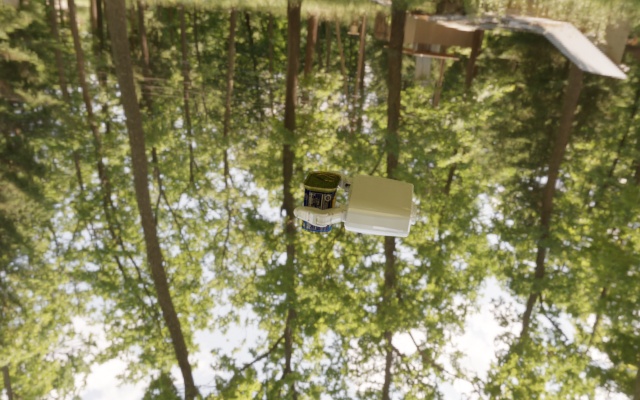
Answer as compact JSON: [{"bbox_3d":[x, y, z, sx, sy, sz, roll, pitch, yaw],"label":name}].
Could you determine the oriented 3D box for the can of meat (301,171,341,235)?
[{"bbox_3d":[0.000,0.003,0.833,0.057,0.084,0.102,7,19,5],"label":"can of meat"}]
